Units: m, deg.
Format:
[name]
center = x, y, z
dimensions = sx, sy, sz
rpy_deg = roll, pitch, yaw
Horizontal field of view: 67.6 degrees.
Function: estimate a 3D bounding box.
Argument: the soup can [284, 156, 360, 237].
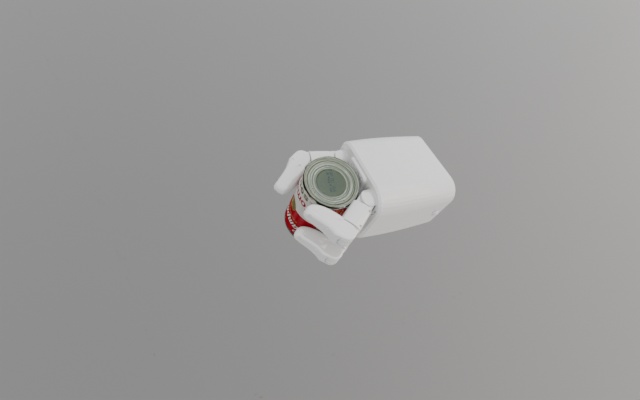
[soup can]
center = 0.000, 0.002, 0.568
dimensions = 0.068, 0.068, 0.102
rpy_deg = 0, -27, -17
